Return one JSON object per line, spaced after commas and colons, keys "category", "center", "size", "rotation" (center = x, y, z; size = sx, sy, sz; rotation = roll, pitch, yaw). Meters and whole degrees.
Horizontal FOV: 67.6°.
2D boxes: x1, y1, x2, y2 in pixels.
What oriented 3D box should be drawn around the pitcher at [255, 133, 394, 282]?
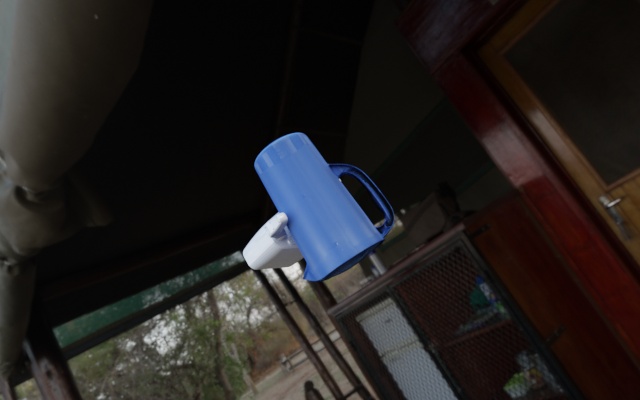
{"category": "pitcher", "center": [0.000, 0.003, 0.815], "size": [0.149, 0.242, 0.145], "rotation": [-21, -17, -43]}
